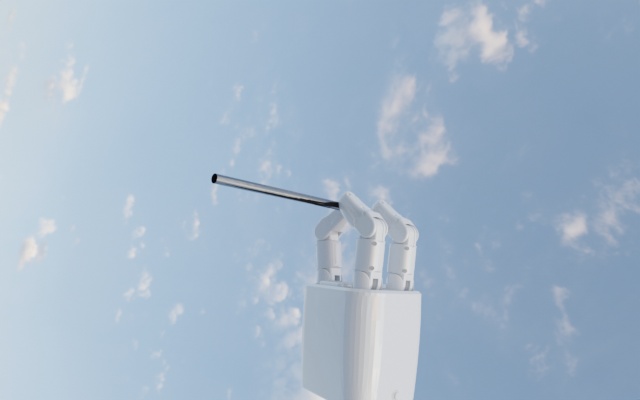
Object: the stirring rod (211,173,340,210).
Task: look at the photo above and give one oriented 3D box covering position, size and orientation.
[{"bbox_3d":[0.000,0.002,0.451,0.011,0.011,0.239,0,-9,43],"label":"stirring rod"}]
